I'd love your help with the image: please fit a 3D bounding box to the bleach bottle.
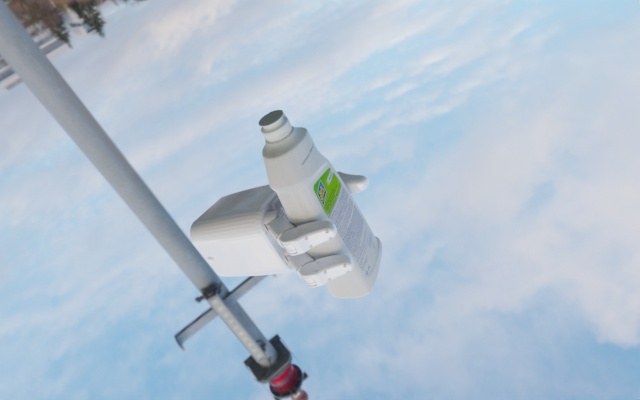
[{"bbox_3d":[0.000,0.002,0.558,0.068,0.251,0.102,-9,39,25],"label":"bleach bottle"}]
